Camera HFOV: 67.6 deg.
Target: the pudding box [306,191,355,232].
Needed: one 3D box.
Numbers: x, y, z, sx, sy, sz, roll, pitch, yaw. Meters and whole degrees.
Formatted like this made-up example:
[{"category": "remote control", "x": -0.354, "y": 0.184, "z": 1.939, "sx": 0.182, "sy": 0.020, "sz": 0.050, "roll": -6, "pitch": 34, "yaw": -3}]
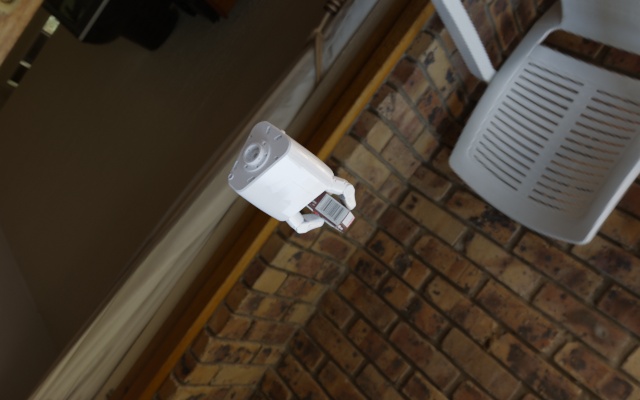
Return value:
[{"category": "pudding box", "x": 0.000, "y": 0.003, "z": 0.789, "sx": 0.113, "sy": 0.039, "sz": 0.090, "roll": 40, "pitch": 0, "yaw": 13}]
